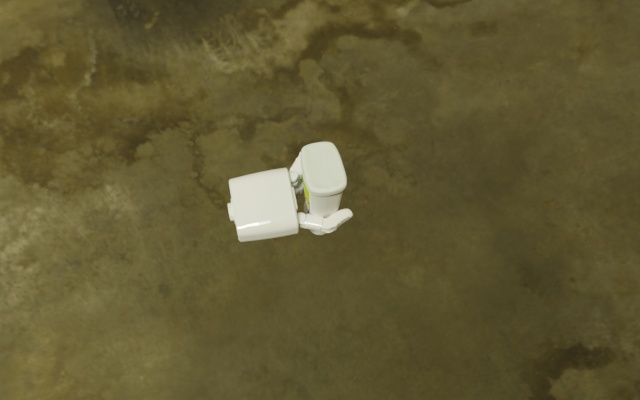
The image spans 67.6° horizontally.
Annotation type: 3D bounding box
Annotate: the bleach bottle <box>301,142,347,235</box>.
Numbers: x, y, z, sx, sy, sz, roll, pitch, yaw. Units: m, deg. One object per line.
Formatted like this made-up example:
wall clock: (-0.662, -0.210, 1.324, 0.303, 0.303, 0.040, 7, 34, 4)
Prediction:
bleach bottle: (0.000, 0.003, 0.879, 0.068, 0.102, 0.251, -10, -28, -7)
